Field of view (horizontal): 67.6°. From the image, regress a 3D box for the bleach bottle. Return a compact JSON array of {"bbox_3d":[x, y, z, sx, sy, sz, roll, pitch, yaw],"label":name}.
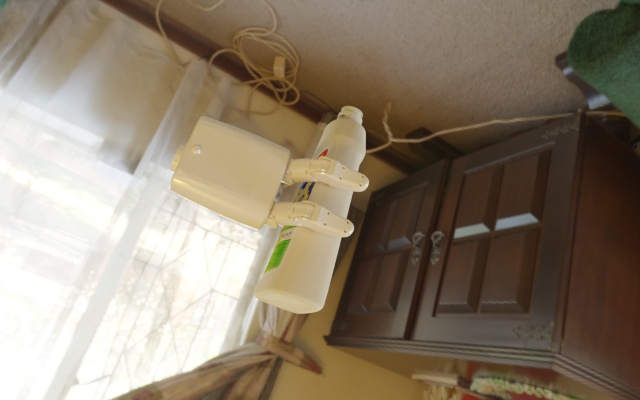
[{"bbox_3d":[0.000,0.002,0.564,0.068,0.250,0.102,24,-22,-14],"label":"bleach bottle"}]
